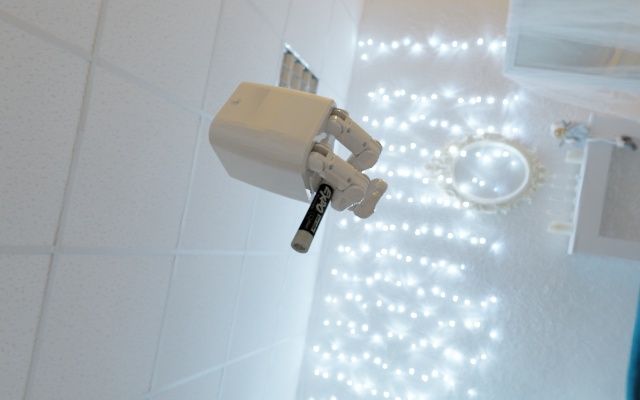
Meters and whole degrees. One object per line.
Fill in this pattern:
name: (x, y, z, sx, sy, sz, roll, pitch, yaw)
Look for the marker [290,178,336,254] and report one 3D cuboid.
marker: (0.000, 0.002, 0.495, 0.020, 0.121, 0.020, 16, -37, 12)
